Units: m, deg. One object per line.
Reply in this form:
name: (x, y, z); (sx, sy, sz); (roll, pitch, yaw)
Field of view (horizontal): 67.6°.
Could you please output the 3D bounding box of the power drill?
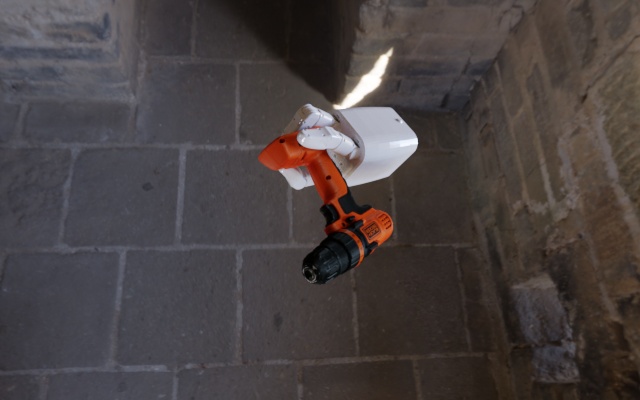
power drill: (0.000, 0.002, 0.616); (0.057, 0.187, 0.184); (-35, -5, 36)
